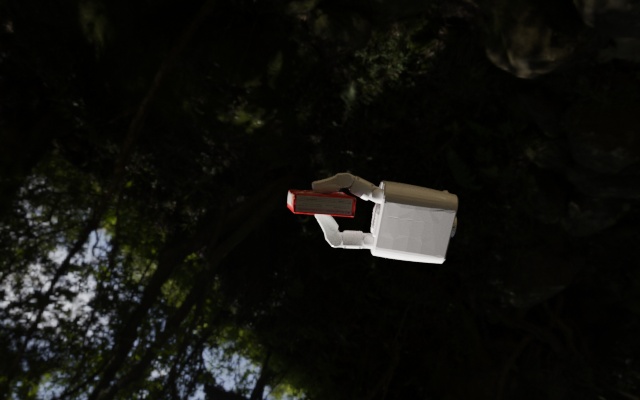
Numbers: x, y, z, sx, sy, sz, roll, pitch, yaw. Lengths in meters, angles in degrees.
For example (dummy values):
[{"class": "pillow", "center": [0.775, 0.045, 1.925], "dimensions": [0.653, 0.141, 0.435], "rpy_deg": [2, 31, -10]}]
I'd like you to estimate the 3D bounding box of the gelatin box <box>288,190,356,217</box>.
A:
[{"class": "gelatin box", "center": [0.000, 0.003, 0.696], "dimensions": [0.089, 0.030, 0.073], "rpy_deg": [3, 6, -10]}]
